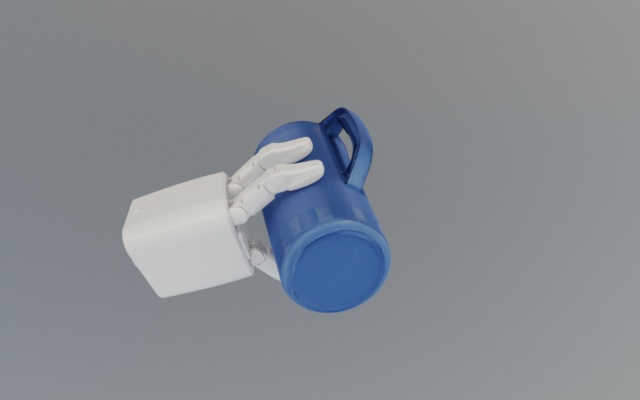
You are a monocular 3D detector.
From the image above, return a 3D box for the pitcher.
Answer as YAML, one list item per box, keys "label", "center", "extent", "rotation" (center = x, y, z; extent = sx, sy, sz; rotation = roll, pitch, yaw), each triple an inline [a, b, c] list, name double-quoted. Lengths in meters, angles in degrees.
- label: "pitcher"
  center: [0.000, 0.002, 0.541]
  extent: [0.145, 0.149, 0.242]
  rotation: [-14, 30, -4]
